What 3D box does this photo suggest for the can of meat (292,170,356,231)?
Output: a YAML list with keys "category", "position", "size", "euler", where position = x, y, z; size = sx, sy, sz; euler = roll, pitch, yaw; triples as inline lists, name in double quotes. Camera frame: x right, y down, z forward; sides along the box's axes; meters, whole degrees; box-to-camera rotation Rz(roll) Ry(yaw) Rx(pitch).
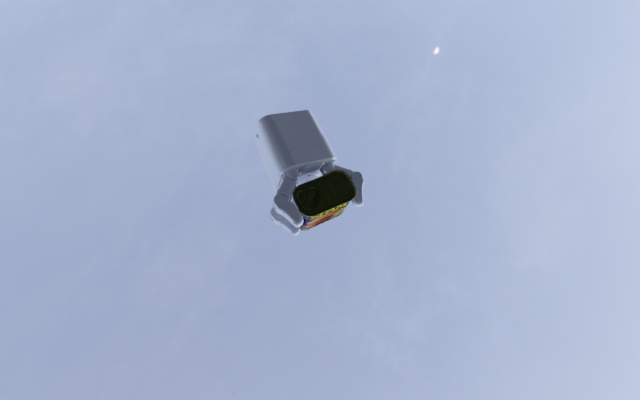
- category: "can of meat"
  position: [0.000, 0.003, 0.797]
  size: [0.102, 0.057, 0.084]
  euler: [-23, -16, -18]
